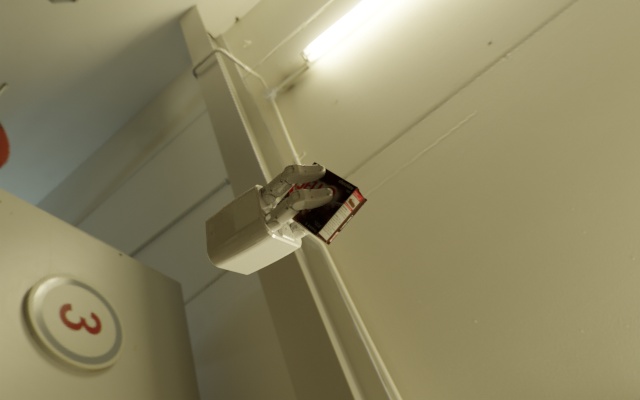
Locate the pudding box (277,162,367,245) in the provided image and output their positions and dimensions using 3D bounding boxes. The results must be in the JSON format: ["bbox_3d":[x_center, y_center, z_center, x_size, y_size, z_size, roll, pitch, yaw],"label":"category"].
[{"bbox_3d":[0.000,0.002,0.703,0.113,0.090,0.039,34,-8,46],"label":"pudding box"}]
